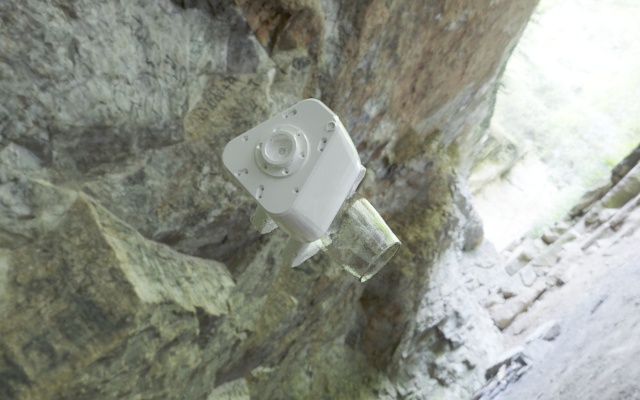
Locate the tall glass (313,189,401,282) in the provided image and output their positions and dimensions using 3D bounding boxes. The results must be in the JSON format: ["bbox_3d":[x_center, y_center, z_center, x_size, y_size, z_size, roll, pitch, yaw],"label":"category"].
[{"bbox_3d":[0.000,0.001,0.555,0.201,0.079,0.079,45,19,20],"label":"tall glass"}]
